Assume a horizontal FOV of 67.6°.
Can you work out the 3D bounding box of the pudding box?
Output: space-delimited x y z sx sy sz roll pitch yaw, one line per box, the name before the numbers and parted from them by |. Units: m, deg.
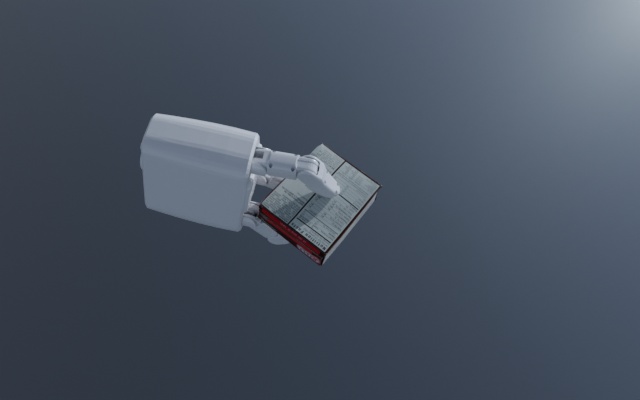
pudding box | 0.000 0.002 0.525 0.090 0.113 0.039 38 -26 9
